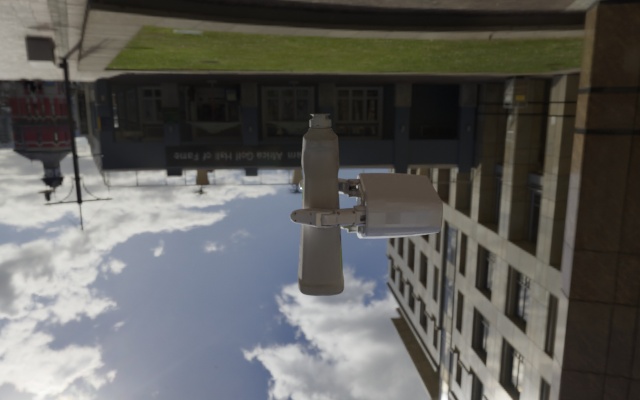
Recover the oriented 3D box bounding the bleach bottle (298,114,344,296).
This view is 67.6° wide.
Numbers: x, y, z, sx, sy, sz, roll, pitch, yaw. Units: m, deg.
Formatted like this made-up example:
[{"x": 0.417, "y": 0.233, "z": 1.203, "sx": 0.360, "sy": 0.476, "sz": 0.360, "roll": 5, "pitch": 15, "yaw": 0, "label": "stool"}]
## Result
[{"x": 0.000, "y": 0.002, "z": 0.691, "sx": 0.068, "sy": 0.251, "sz": 0.102, "roll": 0, "pitch": 11, "yaw": -3, "label": "bleach bottle"}]
